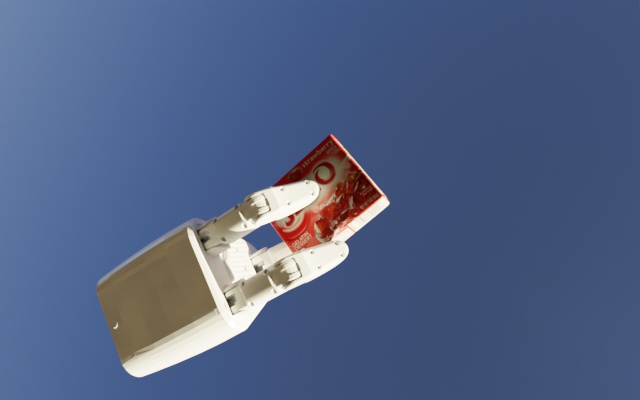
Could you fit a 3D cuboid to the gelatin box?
[{"bbox_3d":[0.000,0.001,0.403,0.089,0.073,0.030,-41,-23,6],"label":"gelatin box"}]
